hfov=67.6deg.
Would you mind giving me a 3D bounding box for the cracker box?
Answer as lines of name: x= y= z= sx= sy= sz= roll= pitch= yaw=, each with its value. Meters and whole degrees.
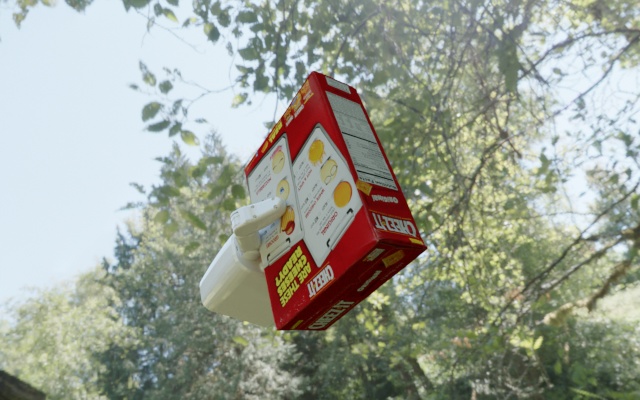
cracker box: x=0.000 y=0.001 z=0.496 sx=0.072 sy=0.213 sz=0.164 roll=11 pitch=-43 yaw=-35
